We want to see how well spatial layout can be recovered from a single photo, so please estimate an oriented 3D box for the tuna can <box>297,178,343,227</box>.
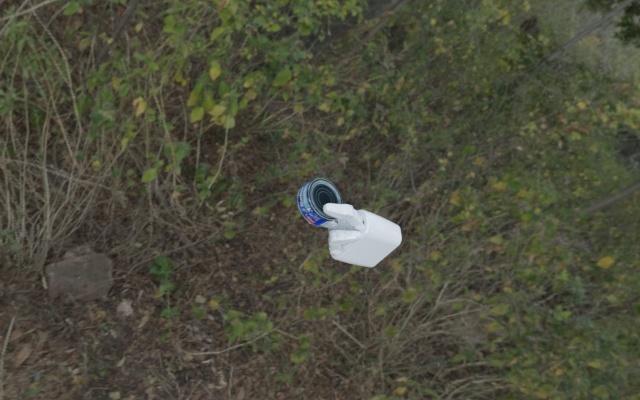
[{"bbox_3d":[0.000,0.003,0.887,0.086,0.086,0.034,0,-21,-42],"label":"tuna can"}]
